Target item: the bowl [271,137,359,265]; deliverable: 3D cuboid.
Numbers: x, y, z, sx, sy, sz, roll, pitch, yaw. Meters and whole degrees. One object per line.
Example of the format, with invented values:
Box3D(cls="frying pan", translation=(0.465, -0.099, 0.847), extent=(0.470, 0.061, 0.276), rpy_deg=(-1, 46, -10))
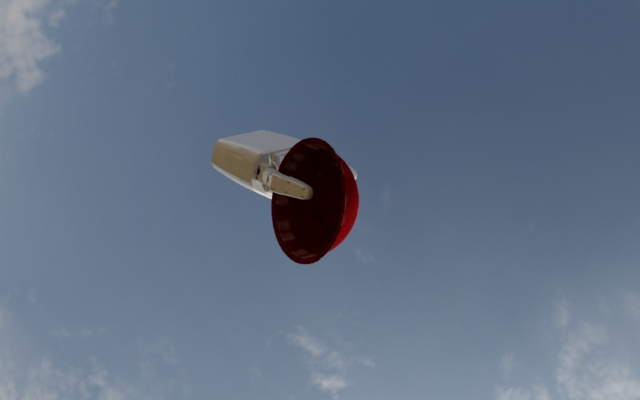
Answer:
Box3D(cls="bowl", translation=(0.001, 0.003, 0.621), extent=(0.055, 0.162, 0.162), rpy_deg=(6, -3, -37))
